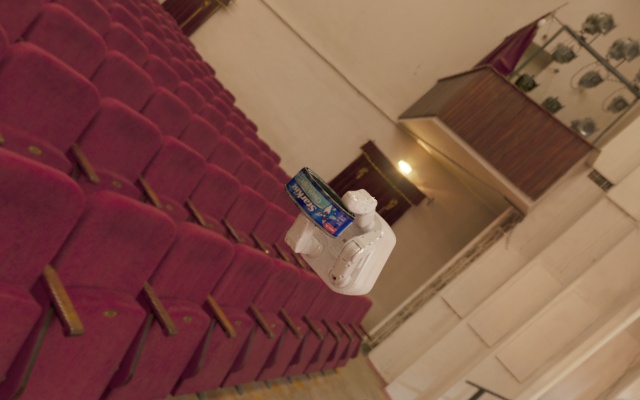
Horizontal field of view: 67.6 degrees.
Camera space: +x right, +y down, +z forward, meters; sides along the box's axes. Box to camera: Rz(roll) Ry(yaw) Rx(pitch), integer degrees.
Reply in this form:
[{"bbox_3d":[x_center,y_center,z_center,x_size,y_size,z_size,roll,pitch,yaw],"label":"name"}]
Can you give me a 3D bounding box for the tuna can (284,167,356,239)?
[{"bbox_3d":[0.000,0.001,0.546,0.034,0.086,0.086,-44,-7,7],"label":"tuna can"}]
